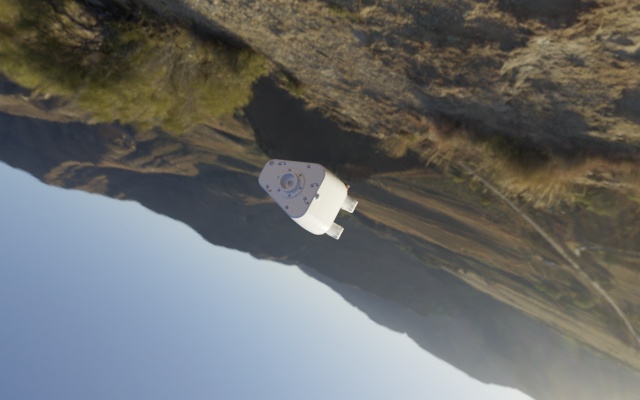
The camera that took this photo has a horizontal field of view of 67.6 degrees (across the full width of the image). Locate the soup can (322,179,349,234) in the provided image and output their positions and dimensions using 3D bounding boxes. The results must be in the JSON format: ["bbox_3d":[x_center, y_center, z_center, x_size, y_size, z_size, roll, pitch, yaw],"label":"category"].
[{"bbox_3d":[0.000,0.003,0.882,0.068,0.102,0.068,28,-5,2],"label":"soup can"}]
